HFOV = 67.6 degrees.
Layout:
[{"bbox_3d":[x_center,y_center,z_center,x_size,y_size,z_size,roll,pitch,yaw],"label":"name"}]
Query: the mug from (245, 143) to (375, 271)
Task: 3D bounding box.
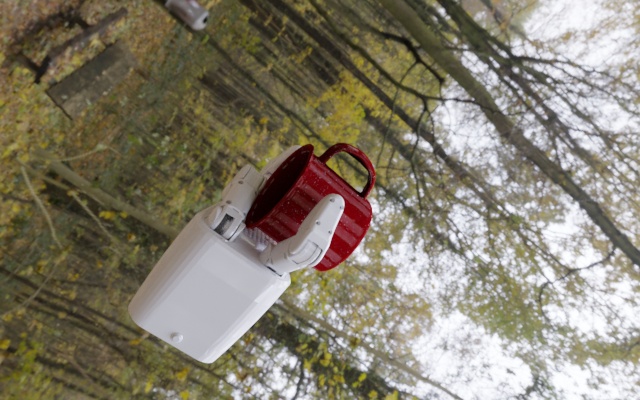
[{"bbox_3d":[0.001,0.000,0.429,0.081,0.117,0.093,39,12,-18],"label":"mug"}]
